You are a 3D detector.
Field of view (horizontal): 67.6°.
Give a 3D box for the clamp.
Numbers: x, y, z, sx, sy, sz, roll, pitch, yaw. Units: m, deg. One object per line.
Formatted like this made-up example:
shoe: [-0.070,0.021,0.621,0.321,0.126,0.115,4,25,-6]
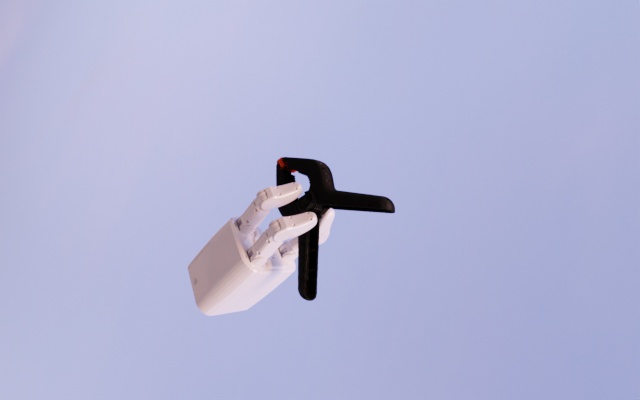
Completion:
clamp: [0.000,0.002,0.629,0.164,0.209,0.036,-43,-41,19]
